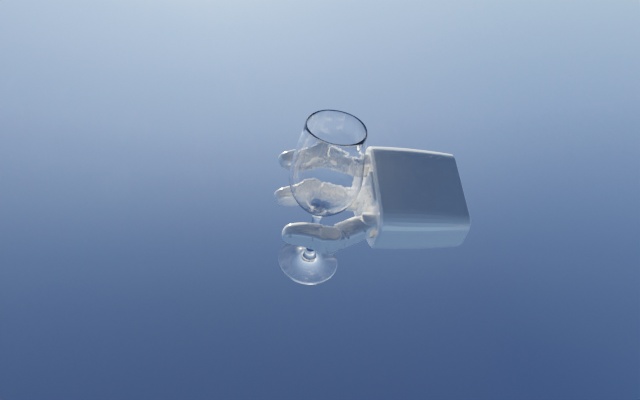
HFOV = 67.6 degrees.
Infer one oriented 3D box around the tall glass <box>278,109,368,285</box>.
[{"bbox_3d":[0.000,0.002,0.525,0.079,0.201,0.079,6,42,-6],"label":"tall glass"}]
